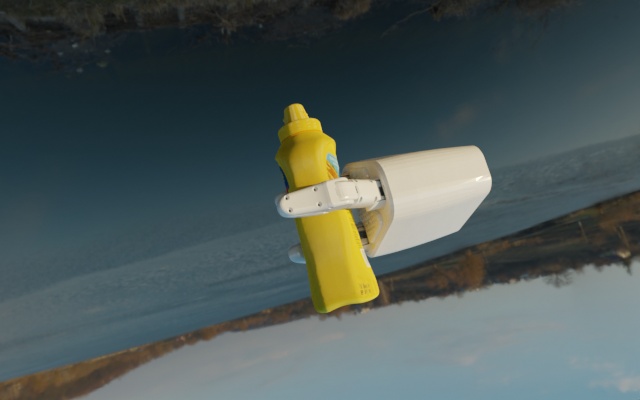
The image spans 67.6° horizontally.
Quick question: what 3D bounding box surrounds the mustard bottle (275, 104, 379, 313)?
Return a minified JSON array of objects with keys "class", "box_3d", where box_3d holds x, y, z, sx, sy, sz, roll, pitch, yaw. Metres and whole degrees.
[{"class":"mustard bottle","box_3d":[0.000,0.002,0.436,0.058,0.191,0.096,-17,-11,8]}]
